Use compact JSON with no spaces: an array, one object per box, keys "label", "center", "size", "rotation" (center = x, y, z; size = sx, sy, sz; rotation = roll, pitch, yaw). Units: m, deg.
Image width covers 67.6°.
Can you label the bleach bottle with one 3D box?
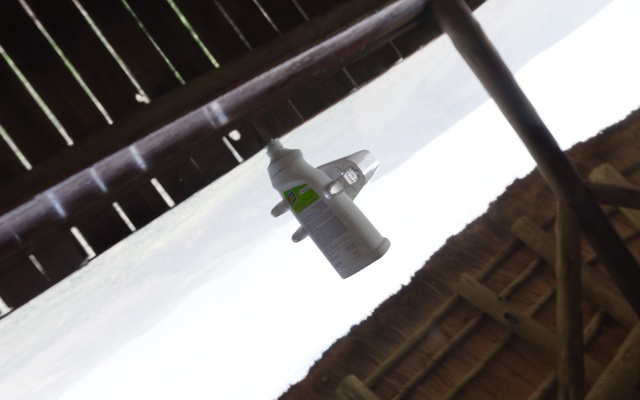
[{"label":"bleach bottle","center":[0.000,0.003,0.776],"size":[0.102,0.251,0.068],"rotation":[-36,2,28]}]
